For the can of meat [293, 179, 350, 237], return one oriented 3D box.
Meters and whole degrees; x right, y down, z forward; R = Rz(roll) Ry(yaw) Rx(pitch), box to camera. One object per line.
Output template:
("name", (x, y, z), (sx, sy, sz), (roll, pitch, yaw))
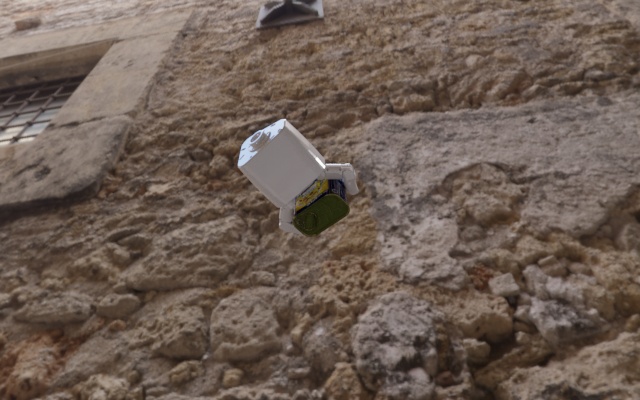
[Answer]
("can of meat", (0.000, 0.003, 0.855), (0.102, 0.084, 0.057), (-35, -60, 22))
